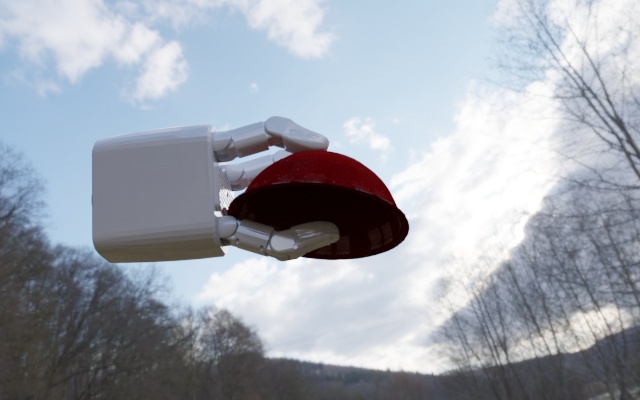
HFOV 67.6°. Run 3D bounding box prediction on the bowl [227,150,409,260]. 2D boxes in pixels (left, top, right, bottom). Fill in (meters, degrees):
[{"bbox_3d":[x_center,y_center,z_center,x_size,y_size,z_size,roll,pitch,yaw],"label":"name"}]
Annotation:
[{"bbox_3d":[0.001,0.001,0.438,0.162,0.055,0.162,5,-27,2],"label":"bowl"}]
